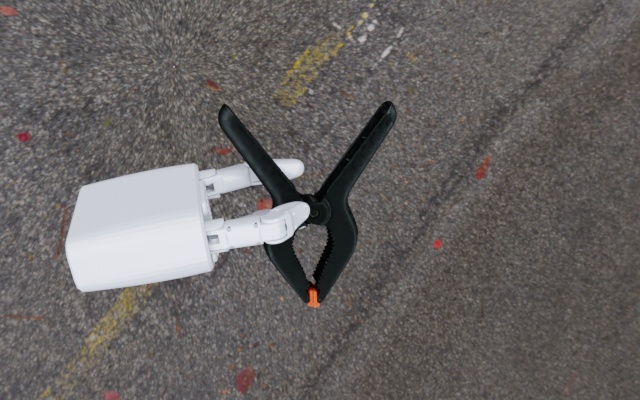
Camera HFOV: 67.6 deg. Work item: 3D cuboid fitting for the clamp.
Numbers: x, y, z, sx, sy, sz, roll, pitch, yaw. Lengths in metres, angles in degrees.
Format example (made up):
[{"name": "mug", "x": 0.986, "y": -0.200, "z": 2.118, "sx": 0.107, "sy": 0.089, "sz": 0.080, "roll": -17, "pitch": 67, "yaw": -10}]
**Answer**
[{"name": "clamp", "x": 0.000, "y": 0.002, "z": 0.463, "sx": 0.164, "sy": 0.210, "sz": 0.036, "roll": -10, "pitch": 18, "yaw": -8}]
